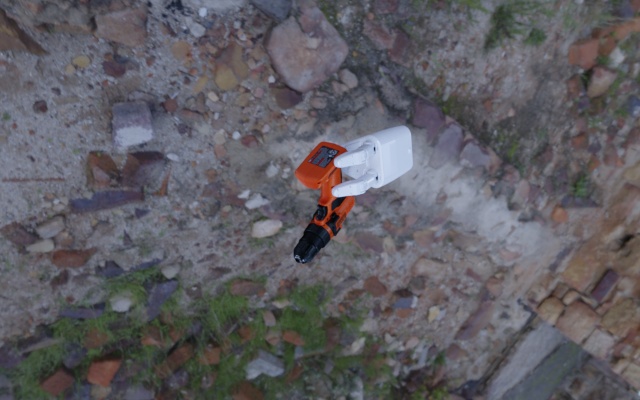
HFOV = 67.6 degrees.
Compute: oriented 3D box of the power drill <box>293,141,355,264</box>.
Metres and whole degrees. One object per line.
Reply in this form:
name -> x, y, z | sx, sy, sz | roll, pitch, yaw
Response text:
power drill -> 0.000, 0.002, 0.864 | 0.057, 0.188, 0.184 | 21, 53, 22
